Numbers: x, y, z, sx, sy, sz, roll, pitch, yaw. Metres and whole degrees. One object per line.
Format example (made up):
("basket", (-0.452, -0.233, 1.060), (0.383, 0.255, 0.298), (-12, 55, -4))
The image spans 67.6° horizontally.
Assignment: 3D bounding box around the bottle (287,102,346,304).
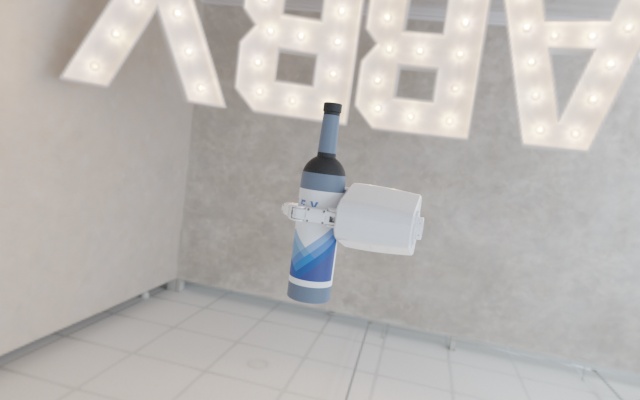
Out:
("bottle", (0.000, 0.003, 0.717), (0.069, 0.296, 0.069), (7, 5, -1))
